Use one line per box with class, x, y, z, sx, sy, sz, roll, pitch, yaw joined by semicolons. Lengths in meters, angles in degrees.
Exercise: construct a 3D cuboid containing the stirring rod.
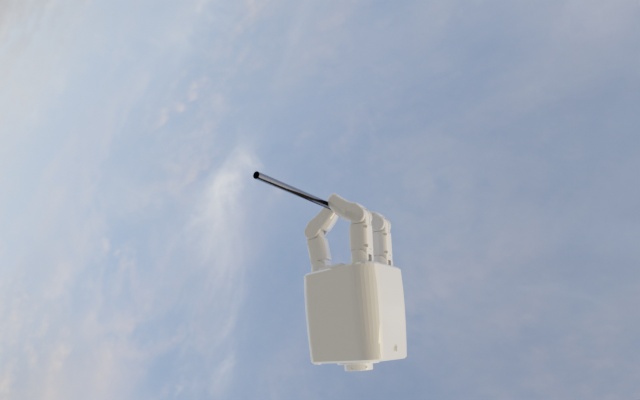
stirring rod;0.000;0.002;0.566;0.011;0.011;0.239;0;-13;32
